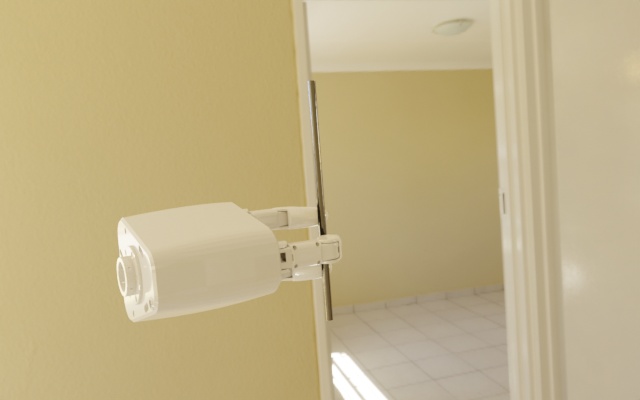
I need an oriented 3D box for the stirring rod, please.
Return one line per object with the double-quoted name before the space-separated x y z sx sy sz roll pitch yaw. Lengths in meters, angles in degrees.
"stirring rod" 0.000 0.002 0.480 0.011 0.239 0.011 -4 3 0
